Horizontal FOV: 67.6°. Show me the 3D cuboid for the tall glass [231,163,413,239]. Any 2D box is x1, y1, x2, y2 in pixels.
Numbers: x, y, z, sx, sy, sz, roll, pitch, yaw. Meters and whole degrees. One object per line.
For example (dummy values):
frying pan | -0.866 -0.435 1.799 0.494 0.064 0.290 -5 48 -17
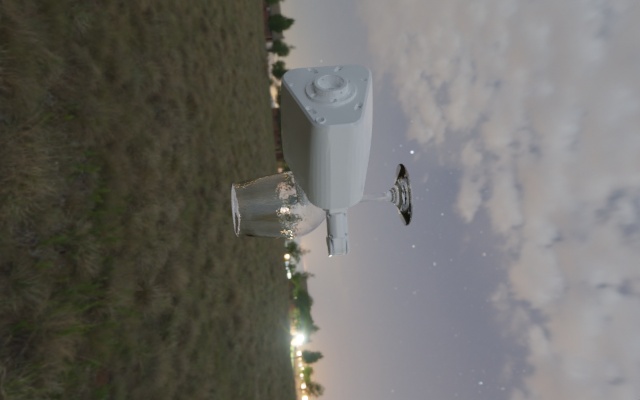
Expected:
tall glass | 0.001 0.002 0.557 0.201 0.079 0.079 -5 0 -4
